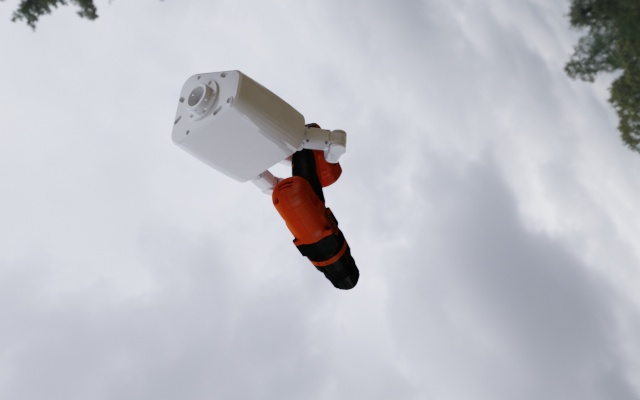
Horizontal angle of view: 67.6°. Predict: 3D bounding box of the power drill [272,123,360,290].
[{"bbox_3d":[0.000,0.002,0.618,0.057,0.184,0.187,-19,39,13],"label":"power drill"}]
